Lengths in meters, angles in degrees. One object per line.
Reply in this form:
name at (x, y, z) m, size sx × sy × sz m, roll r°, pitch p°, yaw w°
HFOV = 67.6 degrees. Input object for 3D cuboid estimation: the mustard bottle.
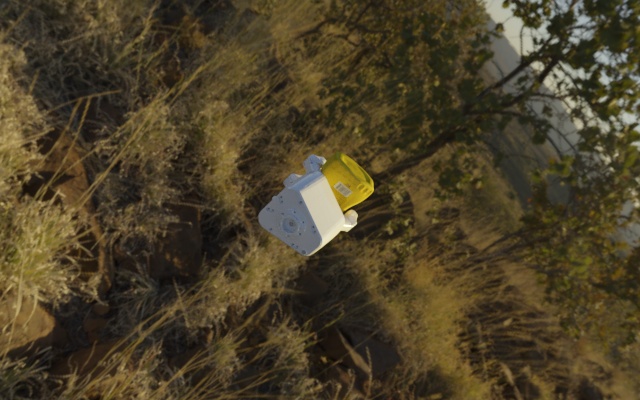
mustard bottle at (0.000, 0.003, 0.884) m, size 0.096 × 0.192 × 0.058 m, roll 38°, pitch 27°, yaw -21°
